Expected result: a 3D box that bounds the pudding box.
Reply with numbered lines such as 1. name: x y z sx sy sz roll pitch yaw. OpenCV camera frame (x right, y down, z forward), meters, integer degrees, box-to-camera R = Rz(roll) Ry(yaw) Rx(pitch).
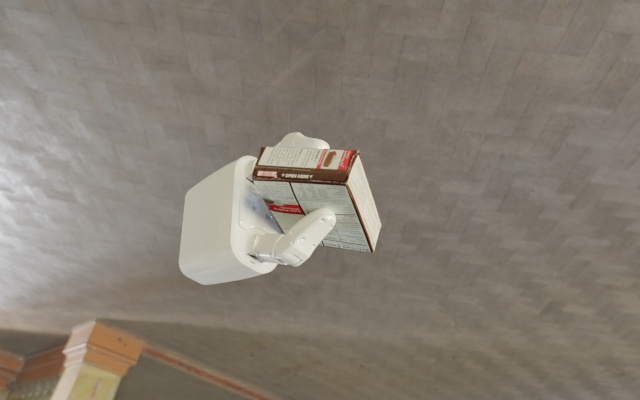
1. pudding box: 0.000 0.002 0.429 0.090 0.039 0.114 4 -32 21
